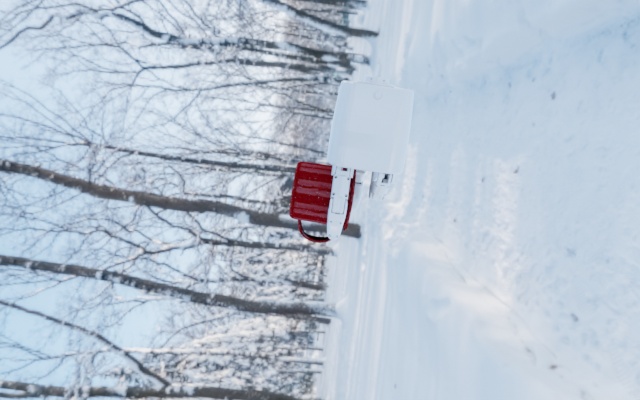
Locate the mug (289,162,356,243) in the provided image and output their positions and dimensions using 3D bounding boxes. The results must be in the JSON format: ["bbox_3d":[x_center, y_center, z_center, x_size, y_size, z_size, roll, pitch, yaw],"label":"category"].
[{"bbox_3d":[0.000,0.004,0.670,0.081,0.117,0.093,9,14,-1],"label":"mug"}]
